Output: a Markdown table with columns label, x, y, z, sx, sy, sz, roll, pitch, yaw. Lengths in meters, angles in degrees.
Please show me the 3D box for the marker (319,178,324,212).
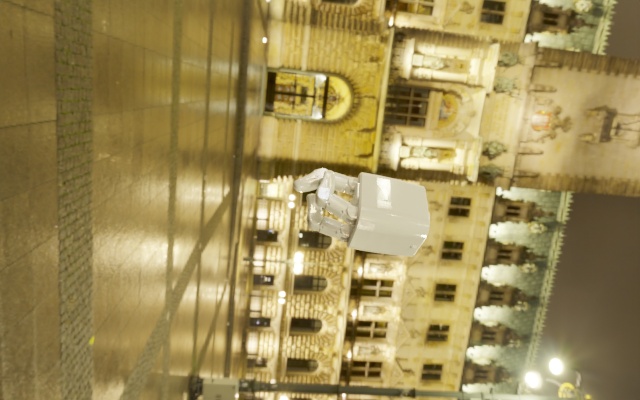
| label | x | y | z | sx | sy | sz | roll | pitch | yaw |
| --- | --- | --- | --- | --- | --- | --- | --- | --- | --- |
| marker | 0.000 | 0.003 | 0.778 | 0.020 | 0.020 | 0.121 | 0 | -31 | -9 |
